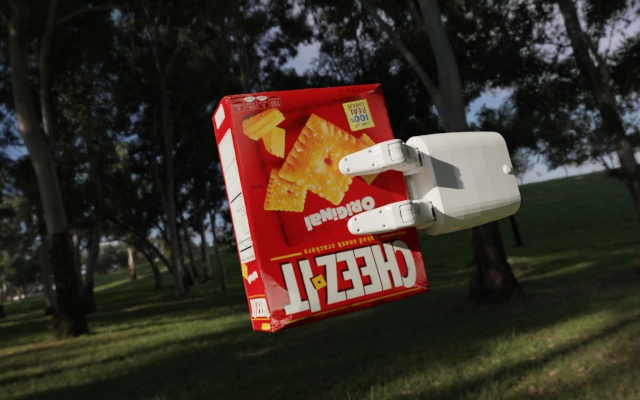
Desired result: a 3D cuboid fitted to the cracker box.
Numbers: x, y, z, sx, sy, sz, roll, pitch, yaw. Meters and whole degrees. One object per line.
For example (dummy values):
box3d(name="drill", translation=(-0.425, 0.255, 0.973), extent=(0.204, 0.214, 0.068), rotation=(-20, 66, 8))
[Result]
box3d(name="cracker box", translation=(0.000, 0.001, 0.461), extent=(0.164, 0.213, 0.072), rotation=(-9, -9, -23))
